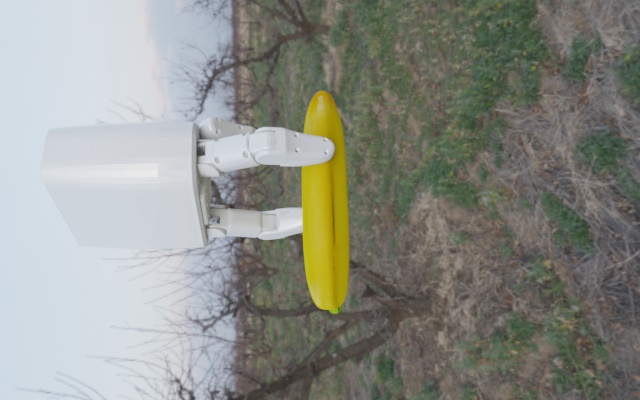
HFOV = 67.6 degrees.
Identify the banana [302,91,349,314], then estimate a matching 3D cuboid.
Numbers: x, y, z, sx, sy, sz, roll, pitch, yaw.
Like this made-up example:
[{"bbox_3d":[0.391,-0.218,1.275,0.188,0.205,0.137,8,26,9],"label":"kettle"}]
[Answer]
[{"bbox_3d":[0.002,0.006,0.393,0.037,0.198,0.069,-2,5,-6],"label":"banana"}]
